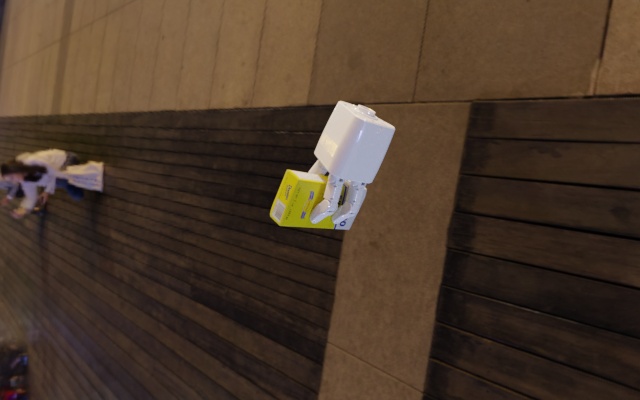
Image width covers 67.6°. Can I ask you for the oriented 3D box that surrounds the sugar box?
[{"bbox_3d":[0.000,0.003,0.869,0.176,0.093,0.048,7,25,-41],"label":"sugar box"}]
